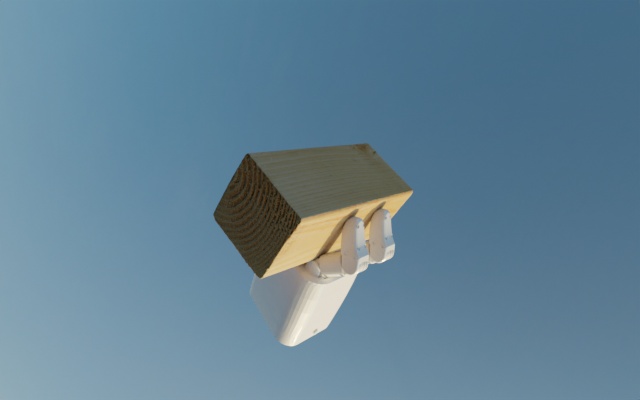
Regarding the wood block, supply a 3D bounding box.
[{"bbox_3d":[0.000,0.002,0.531,0.206,0.090,0.090,-13,-35,-51],"label":"wood block"}]
